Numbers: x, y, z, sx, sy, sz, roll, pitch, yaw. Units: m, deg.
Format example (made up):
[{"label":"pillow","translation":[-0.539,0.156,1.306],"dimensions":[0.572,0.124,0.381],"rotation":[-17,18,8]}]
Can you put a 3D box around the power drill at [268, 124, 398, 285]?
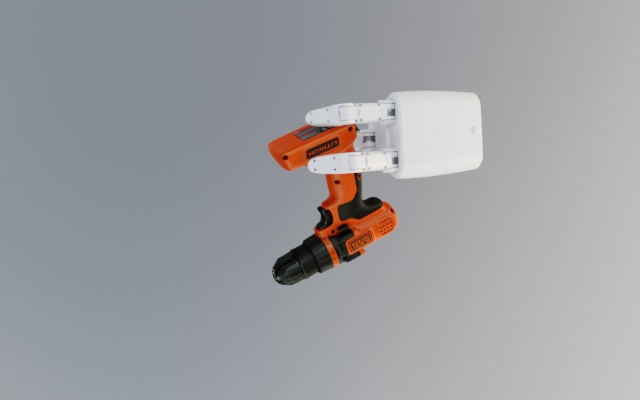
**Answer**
[{"label":"power drill","translation":[0.000,0.001,0.599],"dimensions":[0.184,0.188,0.057],"rotation":[-28,32,-16]}]
